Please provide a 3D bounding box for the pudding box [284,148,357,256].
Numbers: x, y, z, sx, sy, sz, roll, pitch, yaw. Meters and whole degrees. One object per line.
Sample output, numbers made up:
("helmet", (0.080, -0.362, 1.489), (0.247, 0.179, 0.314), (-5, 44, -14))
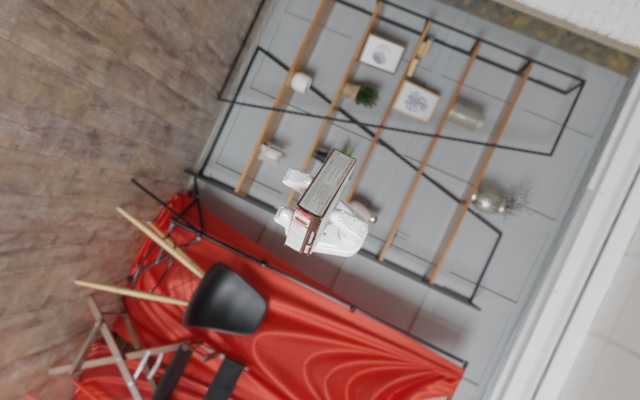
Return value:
("pudding box", (0.000, 0.002, 0.607), (0.039, 0.113, 0.090), (25, -38, 6))
